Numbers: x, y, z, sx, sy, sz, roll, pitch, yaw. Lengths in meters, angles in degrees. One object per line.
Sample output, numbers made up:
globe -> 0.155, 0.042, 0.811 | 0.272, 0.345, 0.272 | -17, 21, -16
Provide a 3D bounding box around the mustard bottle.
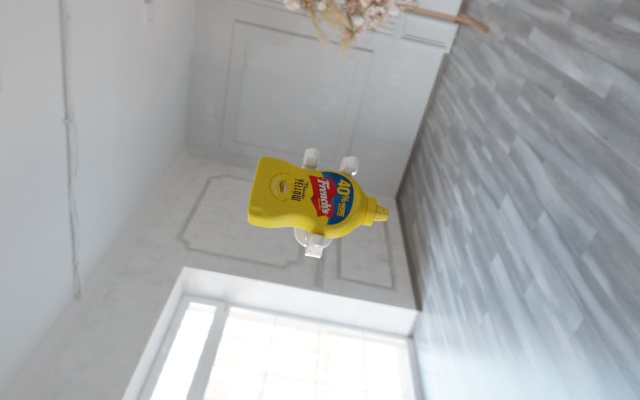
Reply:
mustard bottle -> 0.000, 0.002, 0.665 | 0.191, 0.096, 0.058 | 11, -26, -4
